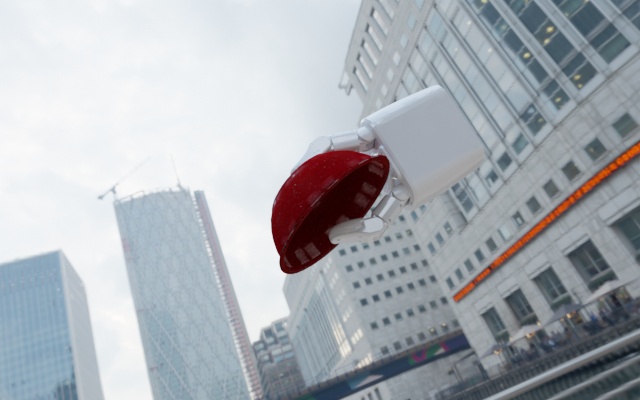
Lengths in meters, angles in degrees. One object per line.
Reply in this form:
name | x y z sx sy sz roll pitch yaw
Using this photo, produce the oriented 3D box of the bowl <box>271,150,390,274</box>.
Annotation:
bowl | -0.001 0.002 0.508 0.055 0.162 0.162 42 17 19
